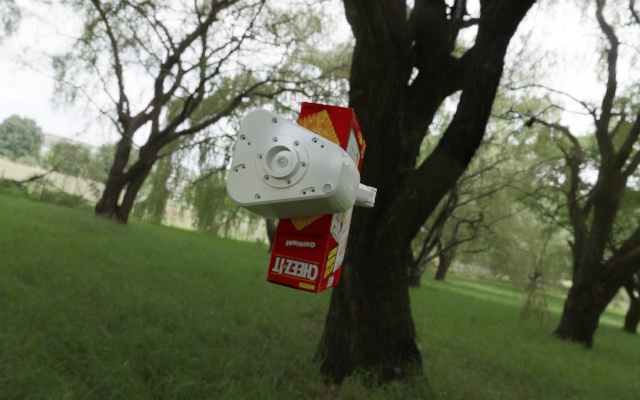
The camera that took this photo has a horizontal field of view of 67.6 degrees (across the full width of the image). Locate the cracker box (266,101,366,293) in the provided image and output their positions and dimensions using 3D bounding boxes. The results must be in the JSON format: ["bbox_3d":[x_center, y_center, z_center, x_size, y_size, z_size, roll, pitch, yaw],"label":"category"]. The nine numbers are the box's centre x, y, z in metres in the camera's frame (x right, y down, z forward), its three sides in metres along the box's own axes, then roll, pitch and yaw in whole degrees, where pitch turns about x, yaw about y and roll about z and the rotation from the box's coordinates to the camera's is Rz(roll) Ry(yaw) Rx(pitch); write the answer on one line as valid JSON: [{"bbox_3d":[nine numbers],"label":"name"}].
[{"bbox_3d":[0.000,0.002,0.615,0.072,0.213,0.164,11,-5,11],"label":"cracker box"}]
